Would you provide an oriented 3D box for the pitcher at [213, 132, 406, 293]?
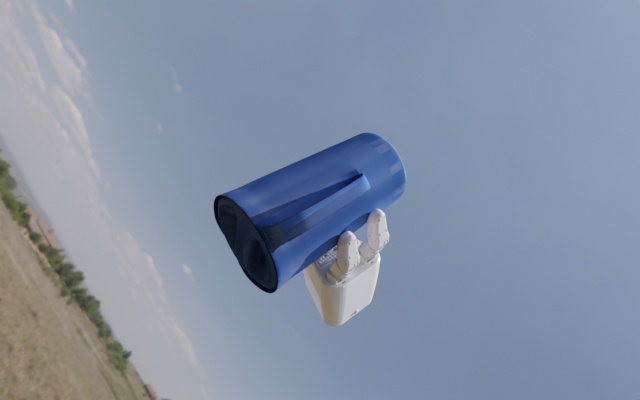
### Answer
[{"bbox_3d":[0.000,0.002,0.615,0.242,0.145,0.149,-30,49,-28],"label":"pitcher"}]
